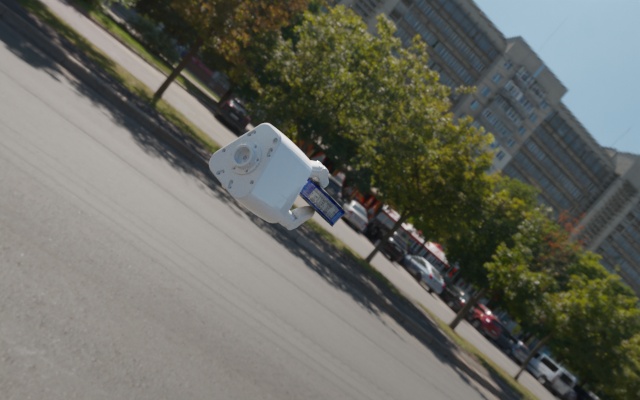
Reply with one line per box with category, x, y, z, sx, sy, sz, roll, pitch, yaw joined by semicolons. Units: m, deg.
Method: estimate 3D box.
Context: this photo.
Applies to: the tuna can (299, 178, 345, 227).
tuna can;0.001;0.002;0.789;0.086;0.034;0.086;44;-2;2
